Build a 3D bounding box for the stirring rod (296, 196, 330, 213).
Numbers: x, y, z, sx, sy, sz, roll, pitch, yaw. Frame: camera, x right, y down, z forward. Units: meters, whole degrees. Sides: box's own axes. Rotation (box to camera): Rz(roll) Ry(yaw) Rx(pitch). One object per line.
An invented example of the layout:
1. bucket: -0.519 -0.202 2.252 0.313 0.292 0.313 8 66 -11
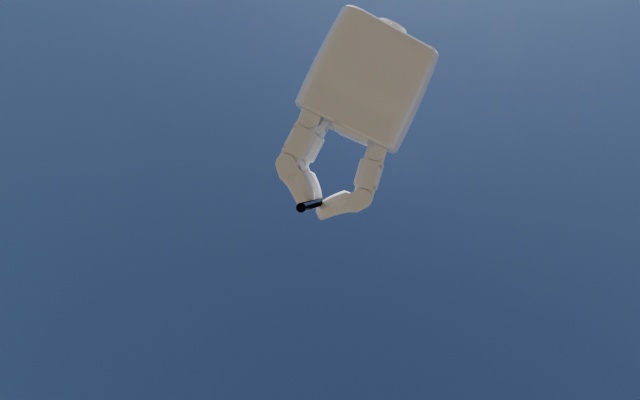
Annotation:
1. stirring rod: 0.000 0.002 0.503 0.011 0.011 0.239 0 2 8
